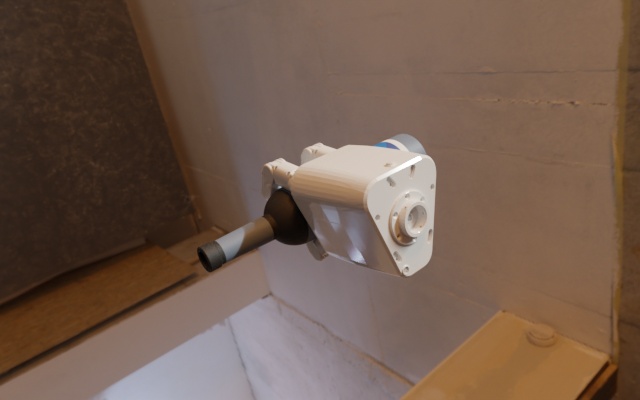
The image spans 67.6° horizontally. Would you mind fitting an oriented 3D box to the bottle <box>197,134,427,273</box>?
[{"bbox_3d":[0.000,0.002,0.536,0.295,0.069,0.069,-26,14,-31],"label":"bottle"}]
